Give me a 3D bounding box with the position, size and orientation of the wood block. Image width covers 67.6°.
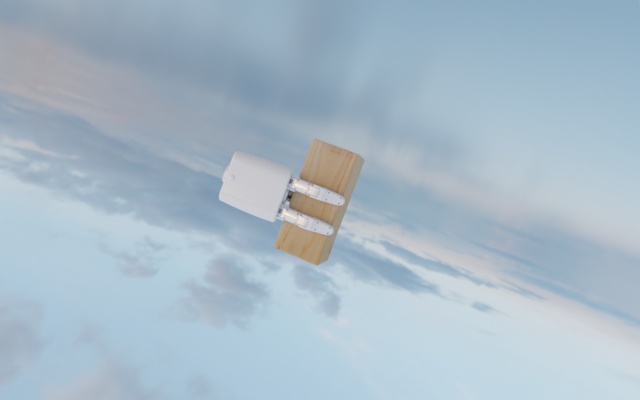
[{"bbox_3d":[0.000,0.003,0.875,0.090,0.206,0.091,21,3,11],"label":"wood block"}]
